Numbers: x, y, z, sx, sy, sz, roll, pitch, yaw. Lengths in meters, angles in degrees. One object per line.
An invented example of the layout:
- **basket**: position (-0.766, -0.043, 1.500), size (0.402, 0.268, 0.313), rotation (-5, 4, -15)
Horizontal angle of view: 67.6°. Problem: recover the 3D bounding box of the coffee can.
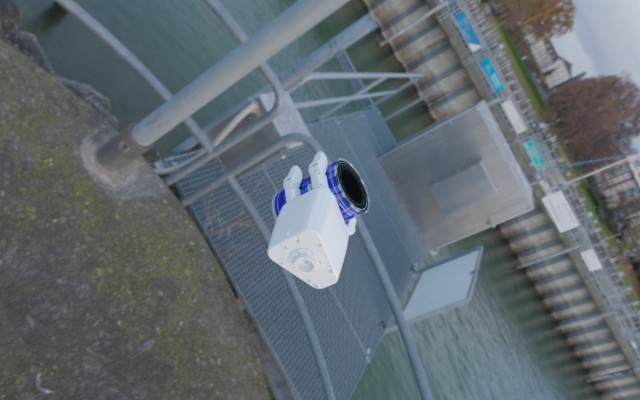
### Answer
- **coffee can**: position (0.000, 0.003, 0.835), size (0.140, 0.102, 0.103), rotation (-28, -13, 27)
